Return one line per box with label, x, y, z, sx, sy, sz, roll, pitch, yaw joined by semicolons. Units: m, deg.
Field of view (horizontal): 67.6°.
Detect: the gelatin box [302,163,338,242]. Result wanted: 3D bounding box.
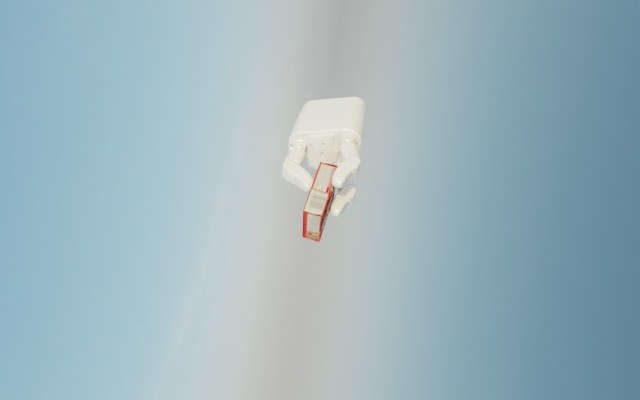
gelatin box;0.000;0.002;0.679;0.030;0.089;0.073;15;-33;6
